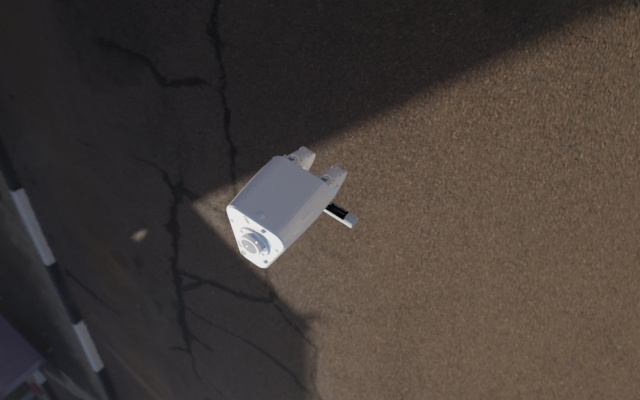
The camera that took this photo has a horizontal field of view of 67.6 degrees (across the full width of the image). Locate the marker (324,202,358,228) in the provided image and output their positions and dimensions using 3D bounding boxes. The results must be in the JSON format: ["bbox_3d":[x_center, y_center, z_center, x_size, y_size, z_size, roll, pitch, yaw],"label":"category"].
[{"bbox_3d":[0.000,0.002,0.712,0.121,0.020,0.020,31,8,13],"label":"marker"}]
